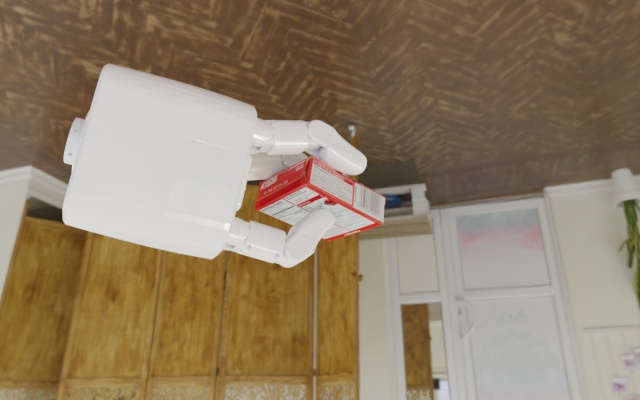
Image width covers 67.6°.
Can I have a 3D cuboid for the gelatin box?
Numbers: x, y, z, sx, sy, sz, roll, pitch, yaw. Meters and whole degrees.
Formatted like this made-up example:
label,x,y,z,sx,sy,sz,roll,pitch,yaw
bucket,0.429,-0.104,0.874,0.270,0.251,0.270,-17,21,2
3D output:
label,x,y,z,sx,sy,sz,roll,pitch,yaw
gelatin box,0.000,0.002,0.415,0.089,0.030,0.073,27,-32,-31
